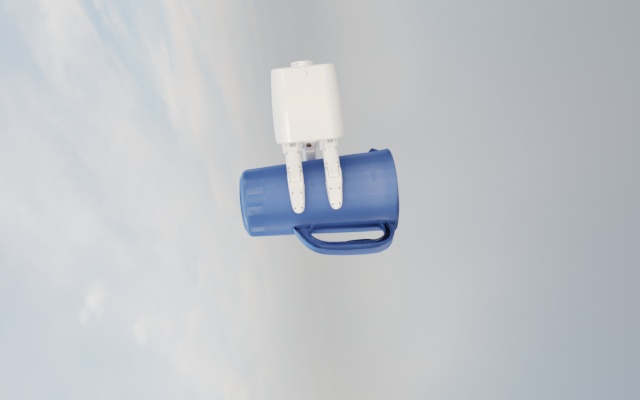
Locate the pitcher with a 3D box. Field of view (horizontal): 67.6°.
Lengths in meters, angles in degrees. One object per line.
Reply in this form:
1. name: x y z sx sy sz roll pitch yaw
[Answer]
1. pitcher: 0.000 0.002 0.755 0.243 0.145 0.149 -6 14 -2
